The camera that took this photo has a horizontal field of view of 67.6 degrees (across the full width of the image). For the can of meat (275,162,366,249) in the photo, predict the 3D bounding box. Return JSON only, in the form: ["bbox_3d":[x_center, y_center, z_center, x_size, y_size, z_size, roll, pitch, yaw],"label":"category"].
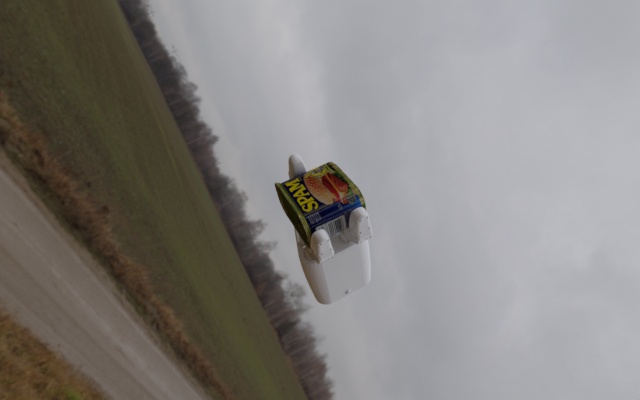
[{"bbox_3d":[0.000,0.002,0.615,0.084,0.057,0.102,-25,42,-12],"label":"can of meat"}]
